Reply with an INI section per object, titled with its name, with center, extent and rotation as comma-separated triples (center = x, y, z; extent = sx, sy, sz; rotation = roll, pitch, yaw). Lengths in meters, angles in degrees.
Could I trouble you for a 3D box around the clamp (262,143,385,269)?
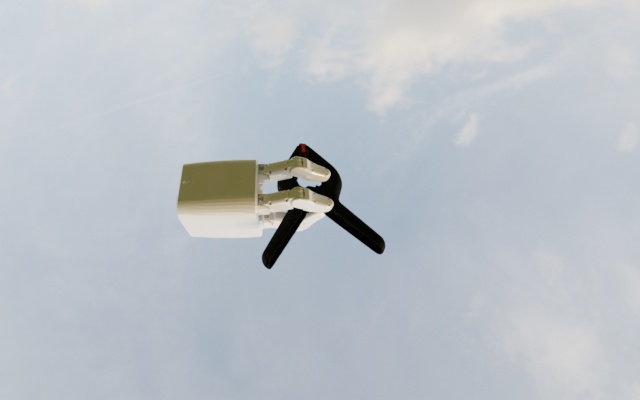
[clamp]
center = 0.000, 0.002, 0.682
extent = 0.164, 0.209, 0.036
rotation = 0, -38, -5
